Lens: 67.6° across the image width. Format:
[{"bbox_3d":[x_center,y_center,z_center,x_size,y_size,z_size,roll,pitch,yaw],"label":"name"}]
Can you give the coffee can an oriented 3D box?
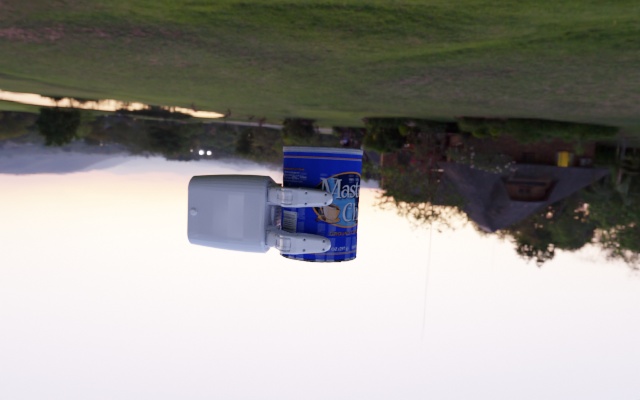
[{"bbox_3d":[0.000,0.002,0.619,0.103,0.140,0.103,3,4,0],"label":"coffee can"}]
